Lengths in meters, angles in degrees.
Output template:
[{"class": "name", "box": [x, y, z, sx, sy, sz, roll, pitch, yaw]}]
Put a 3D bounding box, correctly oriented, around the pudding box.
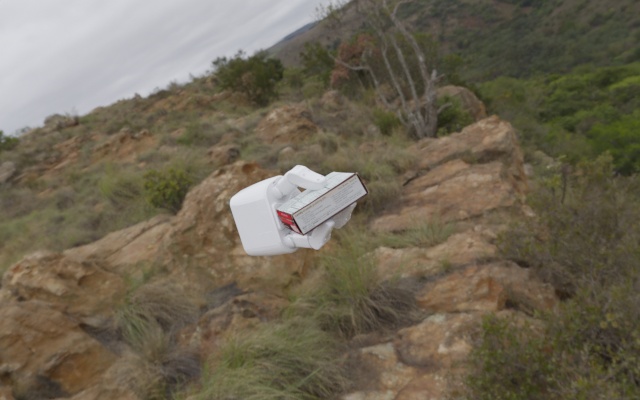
[{"class": "pudding box", "box": [0.000, 0.002, 0.674, 0.113, 0.039, 0.090, -34, 14, -13]}]
